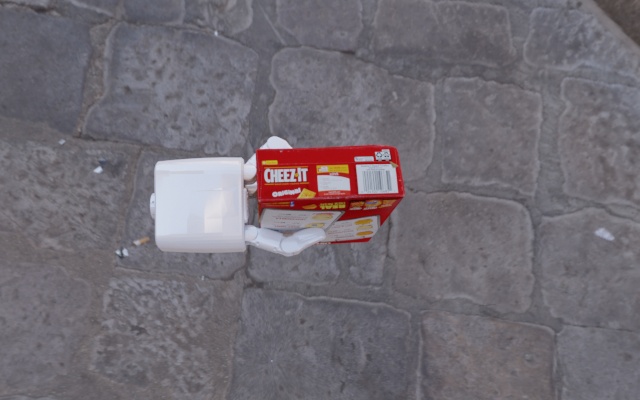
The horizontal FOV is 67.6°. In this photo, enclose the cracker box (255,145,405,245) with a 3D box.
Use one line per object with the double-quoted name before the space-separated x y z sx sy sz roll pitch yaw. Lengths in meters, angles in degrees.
"cracker box" 0.000 0.002 0.621 0.164 0.072 0.214 -2 -18 -7
